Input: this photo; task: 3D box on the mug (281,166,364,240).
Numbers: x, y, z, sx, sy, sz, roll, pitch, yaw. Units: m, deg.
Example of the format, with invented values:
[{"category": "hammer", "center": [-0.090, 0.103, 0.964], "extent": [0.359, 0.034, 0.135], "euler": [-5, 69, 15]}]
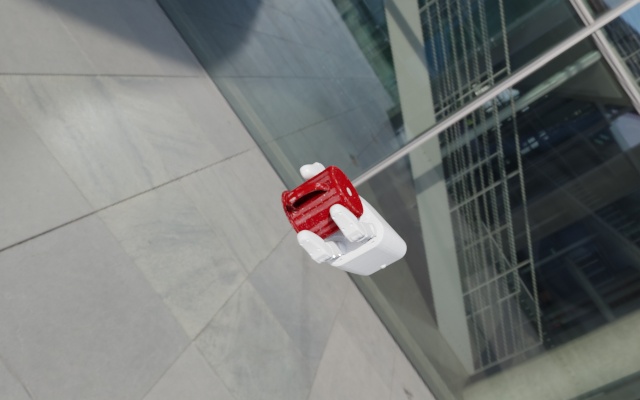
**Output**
[{"category": "mug", "center": [0.000, 0.002, 0.647], "extent": [0.081, 0.093, 0.117], "euler": [-32, -30, 17]}]
